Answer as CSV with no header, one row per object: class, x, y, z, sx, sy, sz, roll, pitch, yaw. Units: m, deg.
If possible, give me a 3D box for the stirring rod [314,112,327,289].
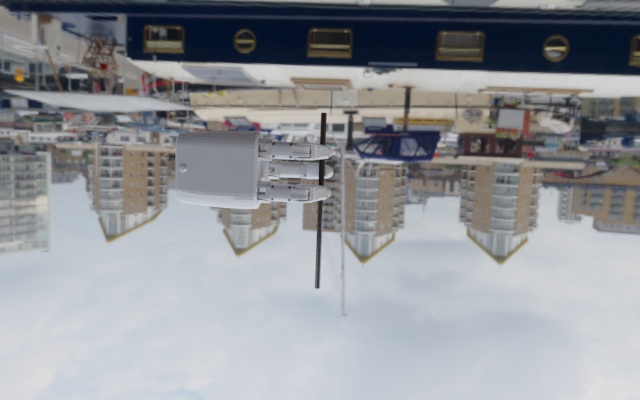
stirring rod,0.000,0.002,0.651,0.011,0.239,0.011,2,6,0
